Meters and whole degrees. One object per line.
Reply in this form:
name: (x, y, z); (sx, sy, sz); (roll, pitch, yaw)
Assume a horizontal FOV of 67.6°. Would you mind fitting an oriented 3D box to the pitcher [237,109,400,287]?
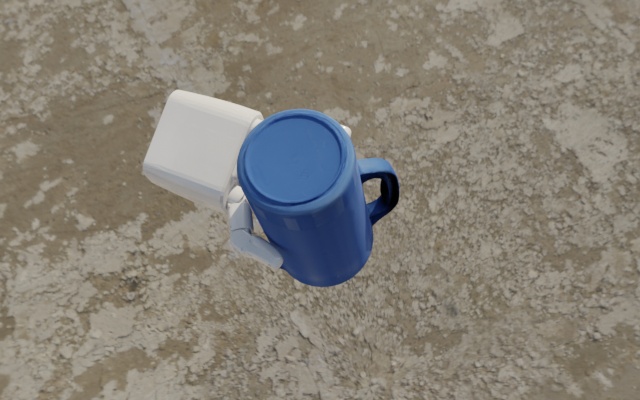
pitcher: (0.000, 0.002, 0.528); (0.145, 0.149, 0.243); (20, -18, 14)
